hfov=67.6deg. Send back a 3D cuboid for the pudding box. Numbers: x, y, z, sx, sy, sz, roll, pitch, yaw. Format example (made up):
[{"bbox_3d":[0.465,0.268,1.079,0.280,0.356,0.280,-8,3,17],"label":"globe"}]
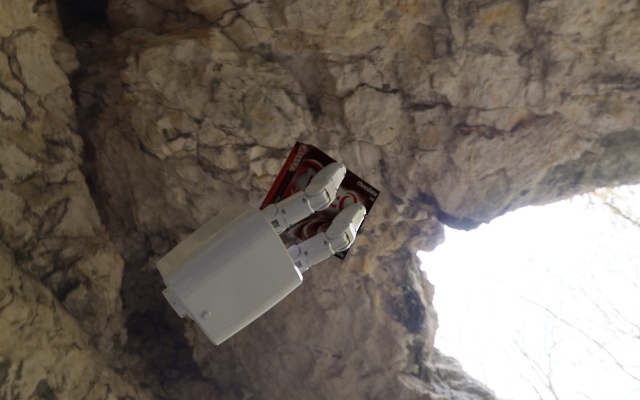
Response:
[{"bbox_3d":[0.000,0.002,0.517,0.113,0.090,0.039,31,-3,-37],"label":"pudding box"}]
